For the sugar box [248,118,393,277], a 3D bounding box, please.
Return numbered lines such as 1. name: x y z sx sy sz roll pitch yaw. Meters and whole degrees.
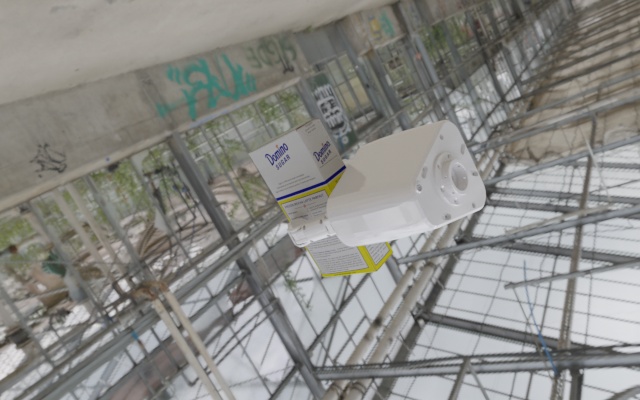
1. sugar box: 0.001 0.002 0.540 0.093 0.176 0.048 -16 16 47
